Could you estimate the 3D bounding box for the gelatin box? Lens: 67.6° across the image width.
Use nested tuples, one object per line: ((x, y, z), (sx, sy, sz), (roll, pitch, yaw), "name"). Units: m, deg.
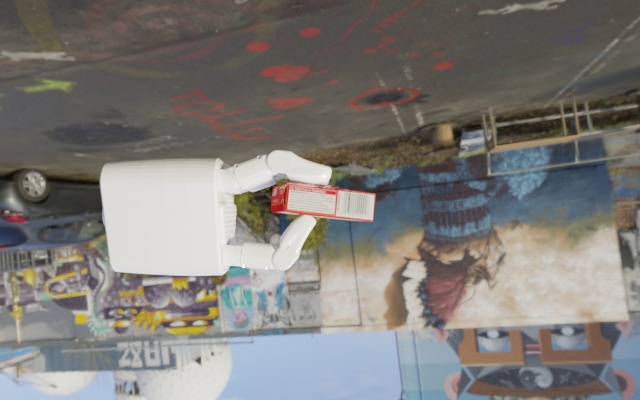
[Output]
((0.000, 0.002, 0.472), (0.089, 0.030, 0.073), (7, -3, -14), "gelatin box")
